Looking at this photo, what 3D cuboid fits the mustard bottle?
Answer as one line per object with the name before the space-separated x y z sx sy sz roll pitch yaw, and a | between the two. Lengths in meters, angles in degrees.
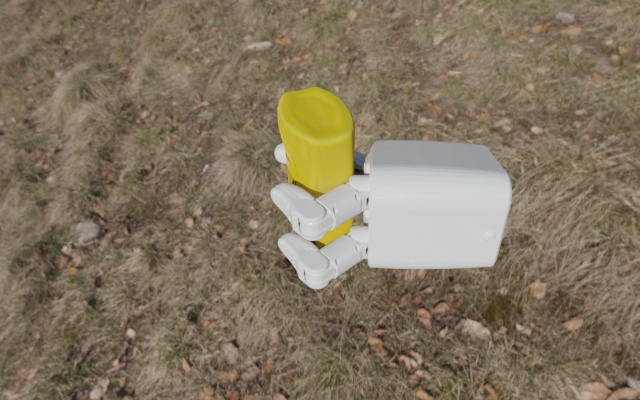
mustard bottle | 0.000 0.001 0.441 0.058 0.192 0.096 -14 40 -13
